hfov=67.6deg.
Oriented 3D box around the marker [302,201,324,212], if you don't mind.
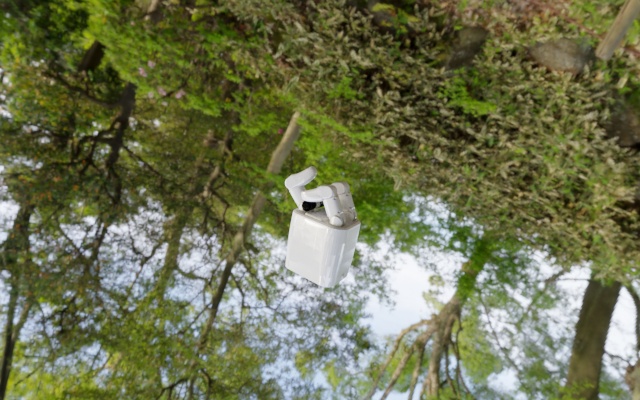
[{"bbox_3d":[0.000,0.003,0.838,0.020,0.020,0.121,0,7,25],"label":"marker"}]
